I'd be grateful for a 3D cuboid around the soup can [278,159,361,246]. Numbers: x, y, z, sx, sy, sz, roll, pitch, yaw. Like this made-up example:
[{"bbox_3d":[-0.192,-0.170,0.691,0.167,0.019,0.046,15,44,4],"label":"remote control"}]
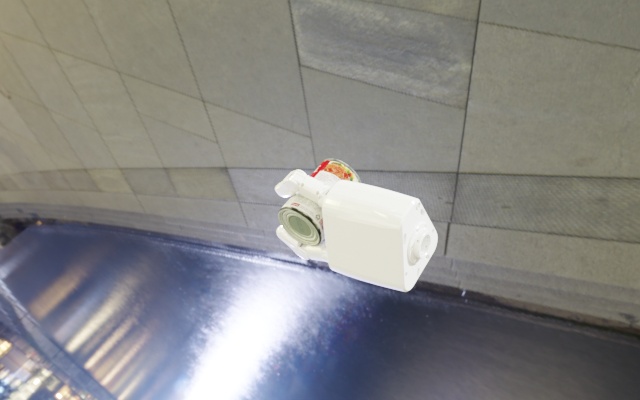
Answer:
[{"bbox_3d":[0.000,0.002,0.632,0.068,0.068,0.102,0,41,47],"label":"soup can"}]
